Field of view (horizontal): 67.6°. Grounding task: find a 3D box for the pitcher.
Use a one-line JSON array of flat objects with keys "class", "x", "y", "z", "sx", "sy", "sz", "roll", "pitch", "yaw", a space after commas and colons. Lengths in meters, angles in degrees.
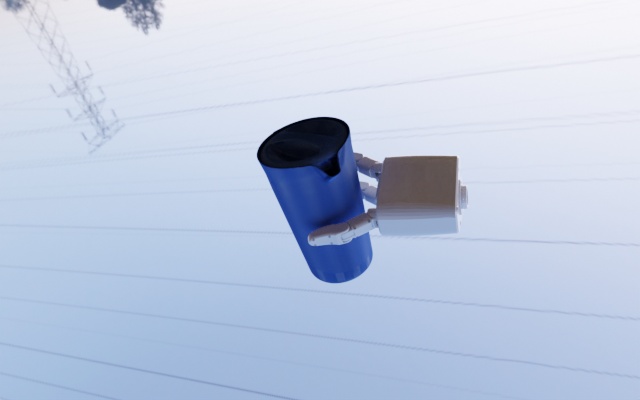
[{"class": "pitcher", "x": 0.000, "y": 0.002, "z": 0.725, "sx": 0.145, "sy": 0.243, "sz": 0.149, "roll": -3, "pitch": 38, "yaw": 20}]
